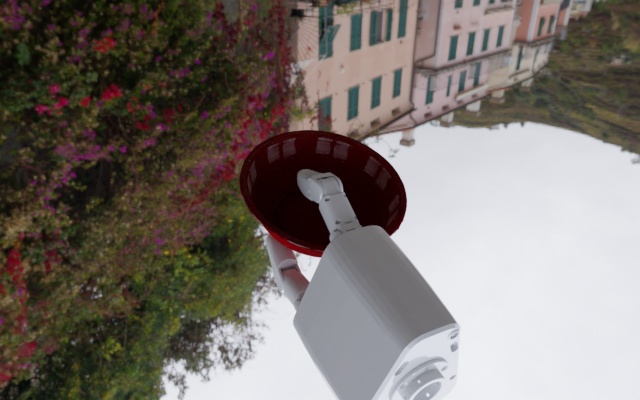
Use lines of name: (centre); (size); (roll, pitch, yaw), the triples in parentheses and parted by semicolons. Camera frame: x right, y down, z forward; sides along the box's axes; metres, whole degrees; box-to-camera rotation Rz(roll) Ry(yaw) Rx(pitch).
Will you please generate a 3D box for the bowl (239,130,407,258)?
bowl: (0.000, 0.001, 0.473); (0.162, 0.162, 0.055); (0, -42, -14)
